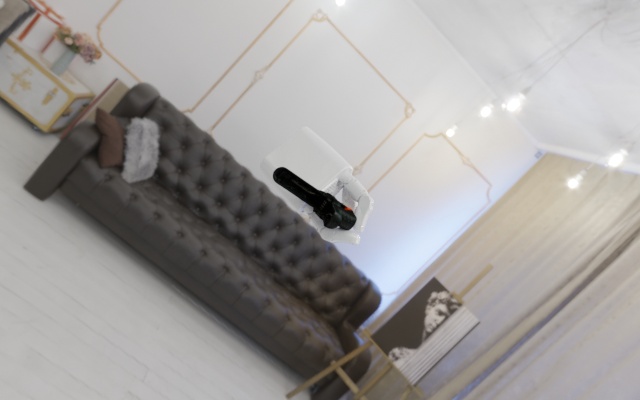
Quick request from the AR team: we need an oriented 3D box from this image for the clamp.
[{"bbox_3d":[0.001,0.002,0.690,0.120,0.039,0.171,46,6,17],"label":"clamp"}]
